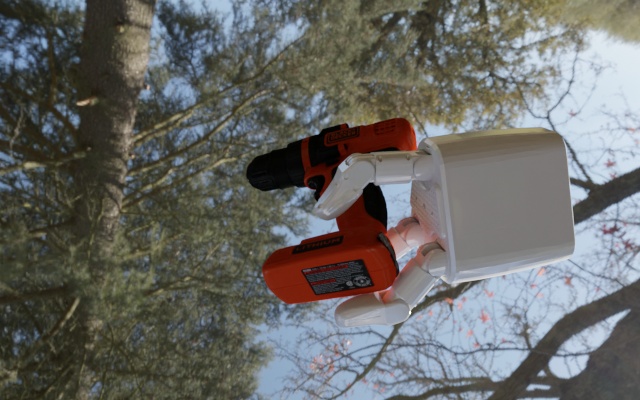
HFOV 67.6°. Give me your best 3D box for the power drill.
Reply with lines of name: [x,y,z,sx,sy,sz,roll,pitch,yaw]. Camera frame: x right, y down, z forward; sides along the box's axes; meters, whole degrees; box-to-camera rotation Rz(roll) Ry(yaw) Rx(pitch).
power drill: [0.000,0.002,0.444,0.184,0.187,0.057,-13,-49,19]
